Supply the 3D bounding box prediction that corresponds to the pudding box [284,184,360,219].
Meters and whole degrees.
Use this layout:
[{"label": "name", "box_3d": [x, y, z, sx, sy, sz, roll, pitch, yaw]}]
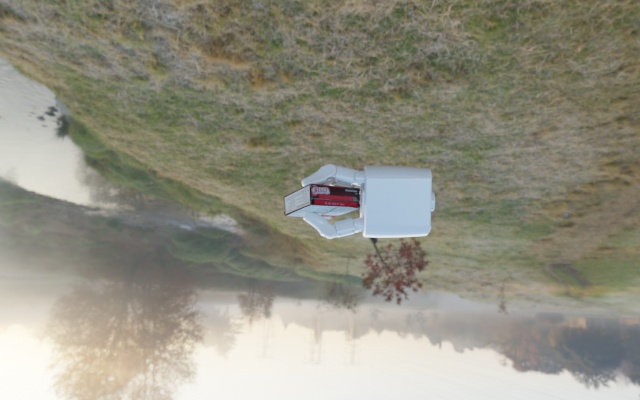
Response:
[{"label": "pudding box", "box_3d": [0.000, 0.003, 0.789, 0.090, 0.039, 0.113, 5, -15, -26]}]
